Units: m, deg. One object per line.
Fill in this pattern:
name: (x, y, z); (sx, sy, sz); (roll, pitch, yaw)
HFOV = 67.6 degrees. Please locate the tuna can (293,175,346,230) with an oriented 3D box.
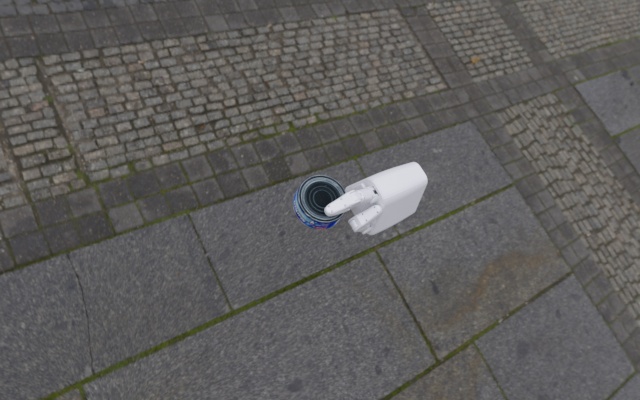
tuna can: (0.000, 0.002, 0.774); (0.086, 0.086, 0.034); (0, -23, -17)
